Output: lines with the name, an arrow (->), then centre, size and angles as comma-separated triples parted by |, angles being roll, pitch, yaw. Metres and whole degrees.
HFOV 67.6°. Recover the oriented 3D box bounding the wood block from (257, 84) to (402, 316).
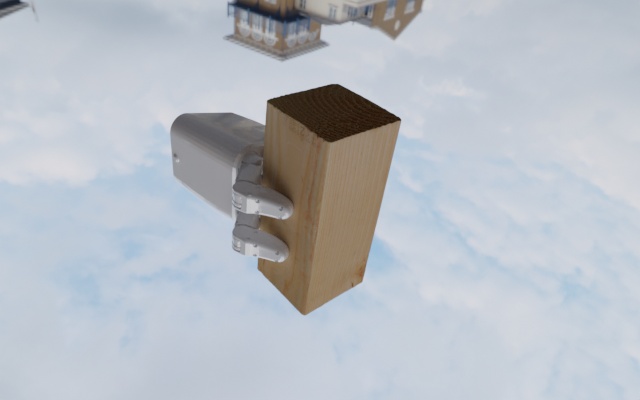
wood block -> 0.000, 0.001, 0.482 | 0.091, 0.206, 0.090 | -24, 47, -36
